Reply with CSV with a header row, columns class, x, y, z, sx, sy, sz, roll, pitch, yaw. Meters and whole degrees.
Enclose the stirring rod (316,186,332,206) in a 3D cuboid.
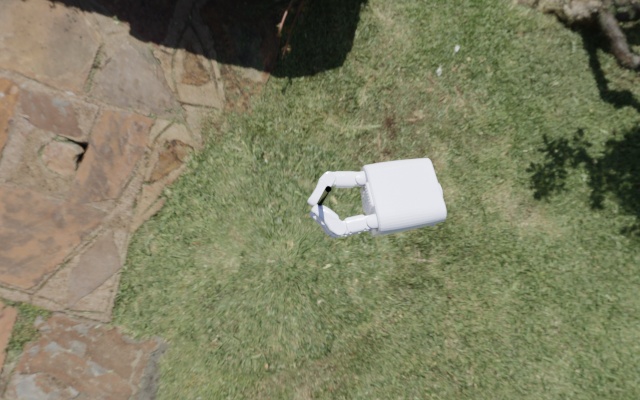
class,x,y,z,sx,sy,sz,roll,pitch,yaw
stirring rod,0.000,0.002,0.688,0.011,0.011,0.239,0,-8,-4
